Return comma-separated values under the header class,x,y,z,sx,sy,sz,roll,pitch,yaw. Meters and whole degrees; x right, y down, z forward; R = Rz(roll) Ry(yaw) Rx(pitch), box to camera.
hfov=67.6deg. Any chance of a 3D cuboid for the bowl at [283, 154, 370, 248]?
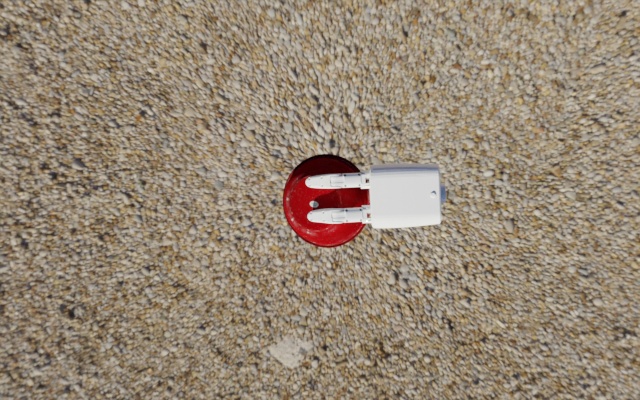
class,x,y,z,sx,sy,sz,roll,pitch,yaw
bowl,-0.001,0.003,0.795,0.162,0.162,0.055,0,4,20
